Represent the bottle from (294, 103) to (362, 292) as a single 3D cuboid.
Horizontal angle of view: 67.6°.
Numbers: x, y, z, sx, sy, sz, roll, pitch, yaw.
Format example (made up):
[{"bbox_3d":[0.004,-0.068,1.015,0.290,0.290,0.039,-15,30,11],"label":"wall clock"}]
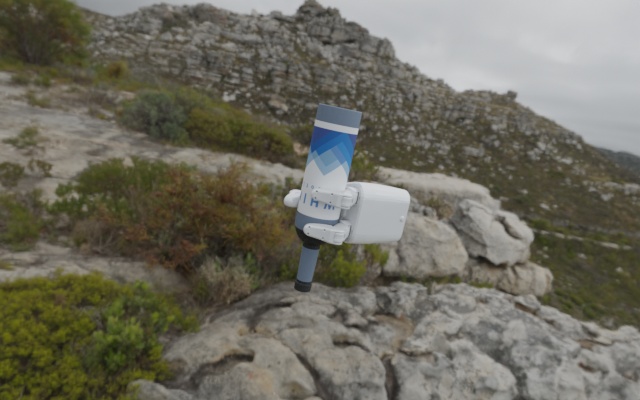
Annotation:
[{"bbox_3d":[0.000,0.002,0.744,0.069,0.296,0.069,11,12,-2],"label":"bottle"}]
